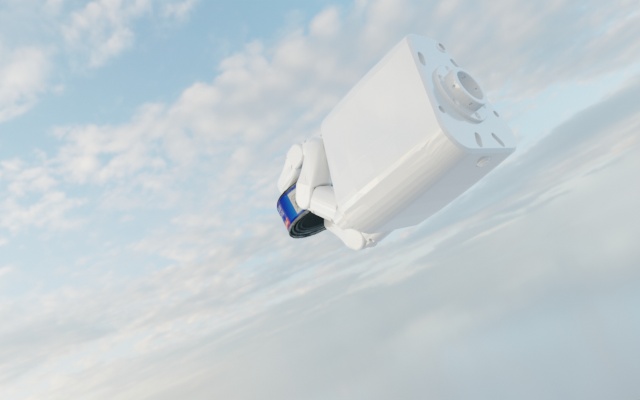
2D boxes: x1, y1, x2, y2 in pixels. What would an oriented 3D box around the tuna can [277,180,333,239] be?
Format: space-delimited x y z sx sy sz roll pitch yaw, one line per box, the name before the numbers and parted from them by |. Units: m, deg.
tuna can | 0.000 0.001 0.477 0.086 0.033 0.086 -26 -19 -10
